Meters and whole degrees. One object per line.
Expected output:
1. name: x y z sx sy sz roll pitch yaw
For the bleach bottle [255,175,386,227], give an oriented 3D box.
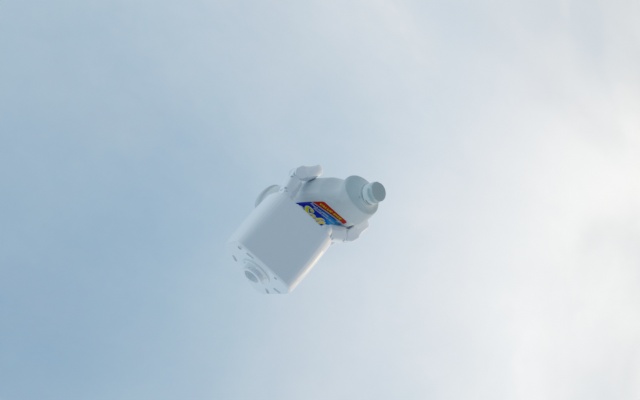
1. bleach bottle: 0.000 0.003 0.761 0.251 0.102 0.068 -16 28 51
